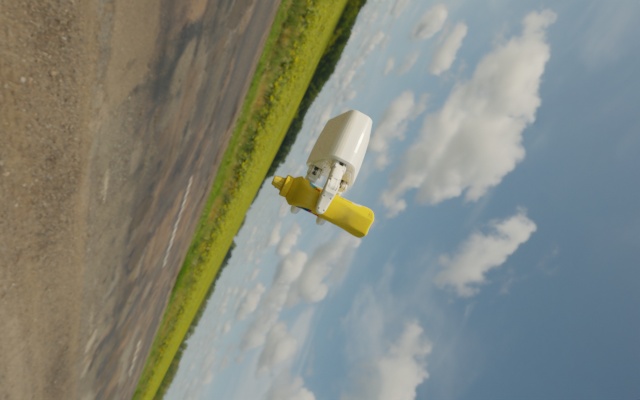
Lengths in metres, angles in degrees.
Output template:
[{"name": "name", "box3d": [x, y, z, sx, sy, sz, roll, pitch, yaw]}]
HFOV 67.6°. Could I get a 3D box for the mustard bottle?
[{"name": "mustard bottle", "box3d": [0.000, 0.003, 0.874, 0.191, 0.058, 0.096, 26, 5, -8]}]
